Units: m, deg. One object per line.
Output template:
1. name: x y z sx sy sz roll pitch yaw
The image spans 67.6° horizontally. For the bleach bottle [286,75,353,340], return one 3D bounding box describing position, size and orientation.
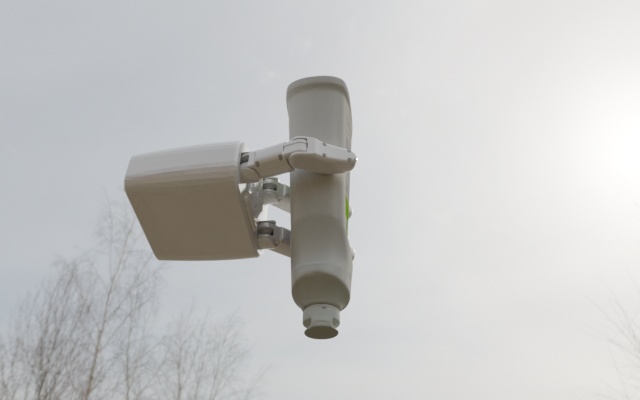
1. bleach bottle: 0.000 0.002 0.452 0.068 0.250 0.103 -5 -37 7
